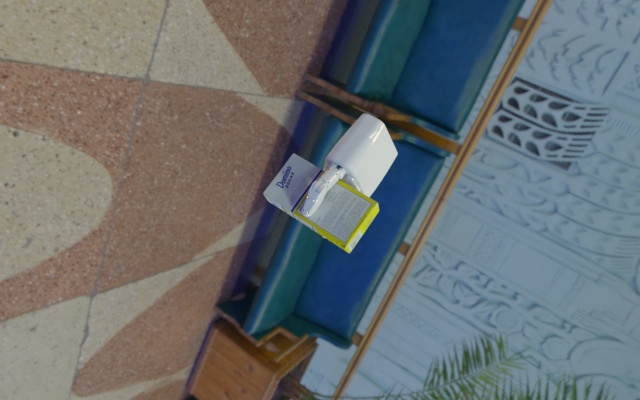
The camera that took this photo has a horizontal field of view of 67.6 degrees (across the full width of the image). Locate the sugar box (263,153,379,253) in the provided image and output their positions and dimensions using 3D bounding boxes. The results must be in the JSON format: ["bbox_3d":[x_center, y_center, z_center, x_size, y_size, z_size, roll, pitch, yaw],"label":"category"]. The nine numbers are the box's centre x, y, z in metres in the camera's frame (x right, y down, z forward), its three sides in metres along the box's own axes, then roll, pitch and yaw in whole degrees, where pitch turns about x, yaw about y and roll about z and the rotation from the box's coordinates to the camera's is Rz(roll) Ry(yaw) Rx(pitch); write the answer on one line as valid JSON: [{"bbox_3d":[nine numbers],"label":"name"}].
[{"bbox_3d":[0.000,0.003,0.809,0.176,0.093,0.048,32,-12,22],"label":"sugar box"}]
